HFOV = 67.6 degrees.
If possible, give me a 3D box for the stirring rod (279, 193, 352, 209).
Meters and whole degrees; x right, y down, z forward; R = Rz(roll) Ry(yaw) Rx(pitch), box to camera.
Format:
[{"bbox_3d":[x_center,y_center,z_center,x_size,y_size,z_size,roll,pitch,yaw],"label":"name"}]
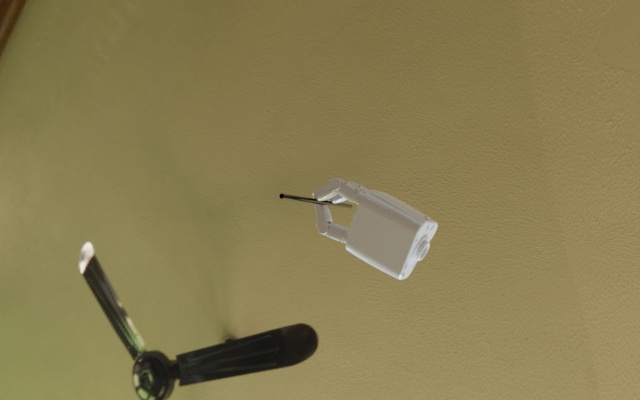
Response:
[{"bbox_3d":[0.000,0.003,0.809,0.011,0.011,0.239,0,-4,29],"label":"stirring rod"}]
